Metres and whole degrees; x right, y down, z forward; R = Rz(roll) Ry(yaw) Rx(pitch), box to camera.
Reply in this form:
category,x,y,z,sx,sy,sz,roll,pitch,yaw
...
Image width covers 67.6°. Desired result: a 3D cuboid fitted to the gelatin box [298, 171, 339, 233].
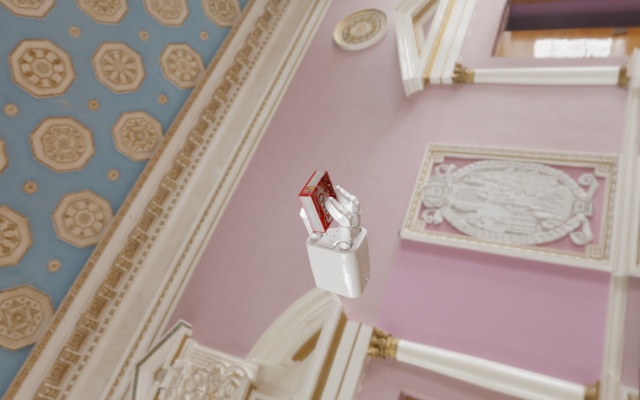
category,x,y,z,sx,sy,sz,roll,pitch,yaw
gelatin box,0.000,0.003,0.858,0.030,0.089,0.073,1,39,30
